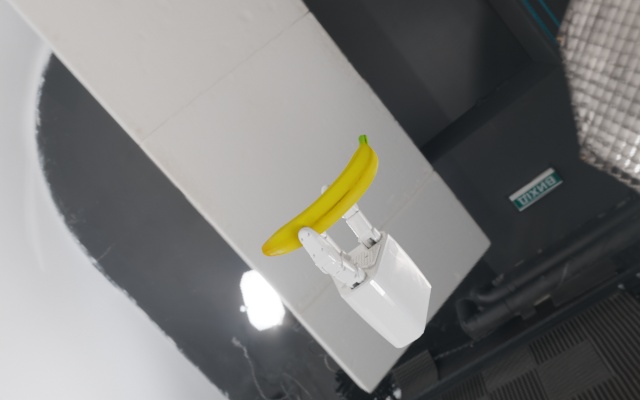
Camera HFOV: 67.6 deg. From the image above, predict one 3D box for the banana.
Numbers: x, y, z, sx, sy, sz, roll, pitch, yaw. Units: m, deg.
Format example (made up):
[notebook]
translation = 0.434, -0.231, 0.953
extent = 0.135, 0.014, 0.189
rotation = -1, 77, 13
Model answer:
[banana]
translation = 0.008, 0.003, 0.577
extent = 0.037, 0.198, 0.069
rotation = 45, -6, -20
